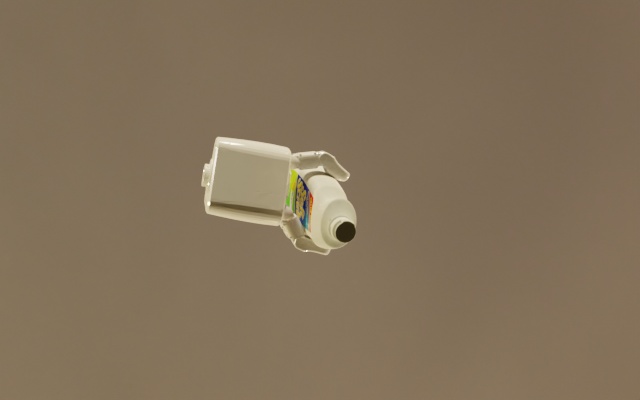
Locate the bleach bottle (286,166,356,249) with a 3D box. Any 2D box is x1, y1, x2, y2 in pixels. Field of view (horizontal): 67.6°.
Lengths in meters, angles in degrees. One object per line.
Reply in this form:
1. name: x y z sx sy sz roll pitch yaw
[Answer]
1. bleach bottle: 0.000 0.002 0.709 0.068 0.102 0.250 7 11 -17
